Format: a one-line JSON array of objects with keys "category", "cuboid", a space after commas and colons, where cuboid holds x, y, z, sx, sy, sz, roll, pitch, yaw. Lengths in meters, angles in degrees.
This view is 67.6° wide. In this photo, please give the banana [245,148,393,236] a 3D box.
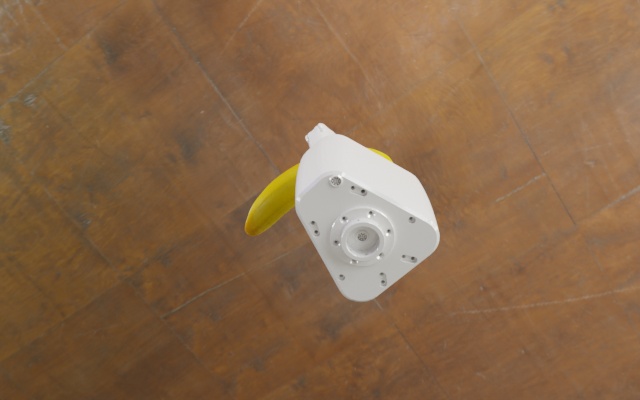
[{"category": "banana", "cuboid": [-0.003, -0.016, 0.531, 0.198, 0.070, 0.037, -18, 21, 7]}]
